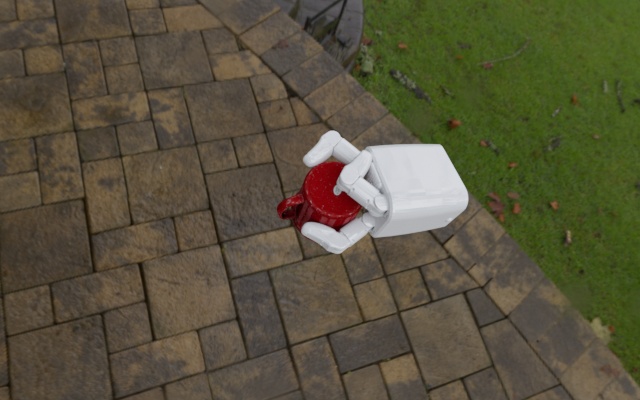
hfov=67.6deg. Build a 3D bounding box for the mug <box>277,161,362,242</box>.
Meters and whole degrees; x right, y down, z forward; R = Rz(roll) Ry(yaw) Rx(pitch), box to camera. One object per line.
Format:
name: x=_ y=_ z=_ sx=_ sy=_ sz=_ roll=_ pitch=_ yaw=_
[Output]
mug: x=-0.001 y=0.002 z=0.630 sx=0.117 sy=0.093 sz=0.081 roll=-7 pitch=-22 yaw=-15
